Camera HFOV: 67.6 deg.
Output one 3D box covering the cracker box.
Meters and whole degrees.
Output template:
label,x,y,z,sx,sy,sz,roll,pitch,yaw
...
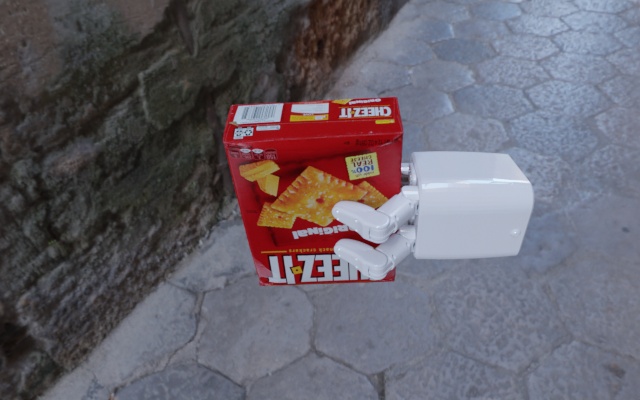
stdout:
label,x,y,z,sx,sy,sz,roll,pitch,yaw
cracker box,0.000,0.001,0.508,0.164,0.214,0.072,-2,42,4
